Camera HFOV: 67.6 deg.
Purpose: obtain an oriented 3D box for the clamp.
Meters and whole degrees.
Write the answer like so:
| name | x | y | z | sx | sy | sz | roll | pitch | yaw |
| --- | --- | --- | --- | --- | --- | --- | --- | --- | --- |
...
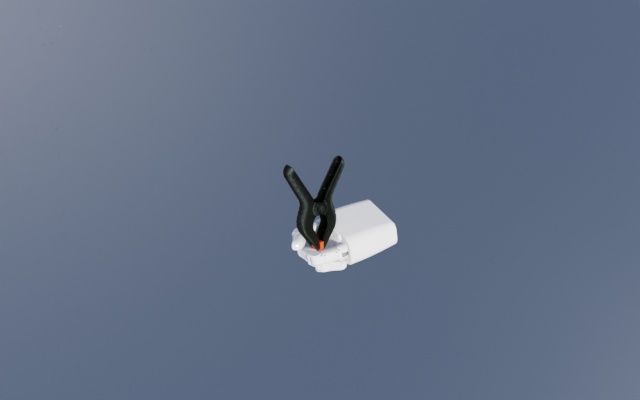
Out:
| name | x | y | z | sx | sy | sz | roll | pitch | yaw |
| --- | --- | --- | --- | --- | --- | --- | --- | --- | --- |
| clamp | 0.000 | 0.003 | 0.845 | 0.120 | 0.171 | 0.039 | -20 | 26 | -23 |
